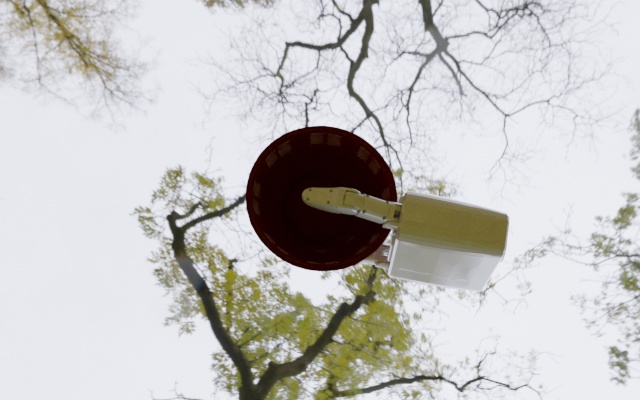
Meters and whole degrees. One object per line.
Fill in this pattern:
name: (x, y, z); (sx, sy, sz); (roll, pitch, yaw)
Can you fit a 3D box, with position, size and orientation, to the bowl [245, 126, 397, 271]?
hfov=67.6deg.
bowl: (-0.001, 0.001, 0.528); (0.162, 0.162, 0.055); (0, -17, -5)
